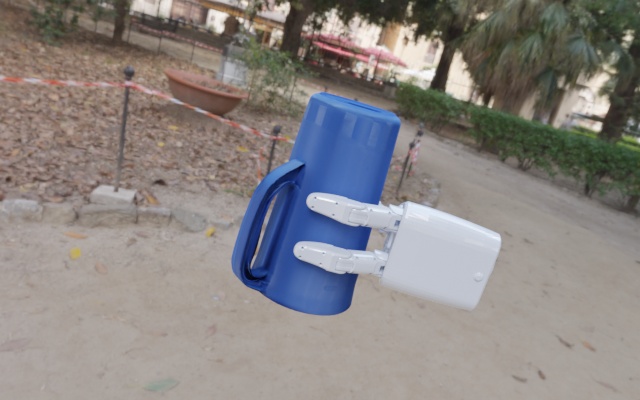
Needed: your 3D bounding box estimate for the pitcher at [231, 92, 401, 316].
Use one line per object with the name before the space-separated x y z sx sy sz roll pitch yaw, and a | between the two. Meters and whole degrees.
pitcher | 0.000 0.002 0.562 0.145 0.243 0.149 18 15 4
